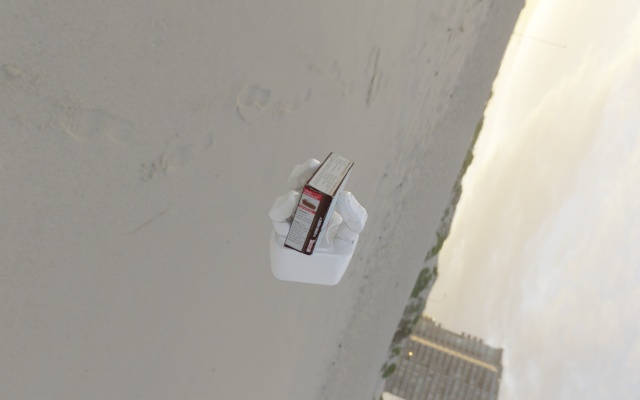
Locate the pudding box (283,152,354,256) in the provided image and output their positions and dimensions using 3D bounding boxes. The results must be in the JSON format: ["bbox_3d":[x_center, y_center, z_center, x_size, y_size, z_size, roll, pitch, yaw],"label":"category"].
[{"bbox_3d":[0.000,0.002,0.585,0.039,0.090,0.113,22,29,5],"label":"pudding box"}]
